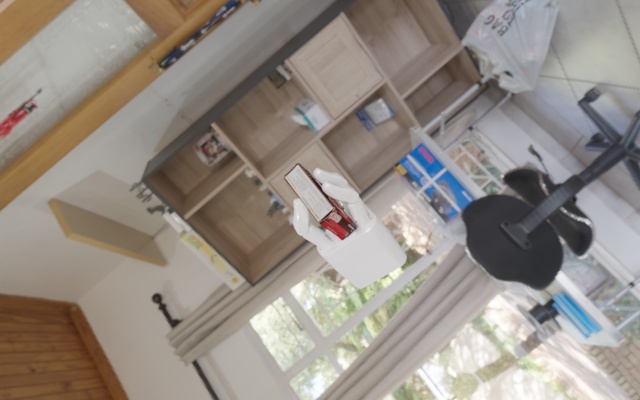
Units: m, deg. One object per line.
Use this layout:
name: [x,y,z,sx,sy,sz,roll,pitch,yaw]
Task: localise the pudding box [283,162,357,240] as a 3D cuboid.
pudding box: [0.000,0.003,0.752,0.113,0.039,0.090,49,4,34]
